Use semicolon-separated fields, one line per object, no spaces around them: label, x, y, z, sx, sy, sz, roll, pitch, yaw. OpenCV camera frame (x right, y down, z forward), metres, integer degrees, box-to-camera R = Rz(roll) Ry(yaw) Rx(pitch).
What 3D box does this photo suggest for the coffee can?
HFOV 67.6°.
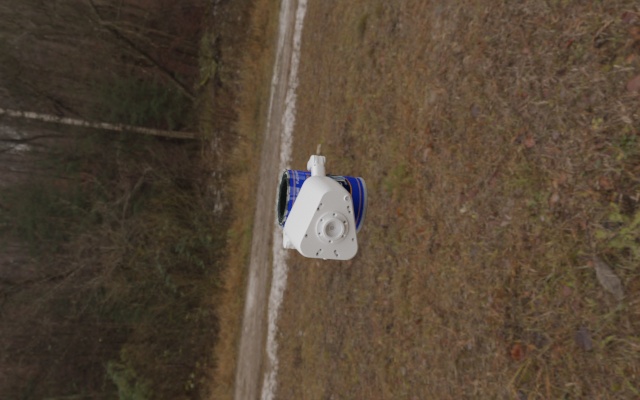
coffee can;0.000;0.003;0.842;0.140;0.103;0.103;6;-2;-14
